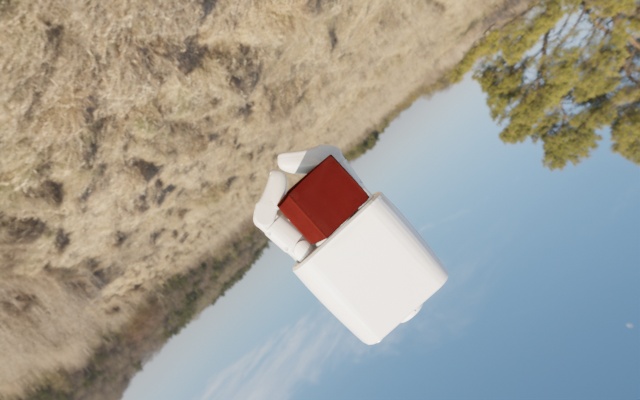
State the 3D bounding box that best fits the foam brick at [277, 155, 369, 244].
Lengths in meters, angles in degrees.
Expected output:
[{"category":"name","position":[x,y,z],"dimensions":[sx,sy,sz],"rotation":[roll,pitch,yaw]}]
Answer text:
[{"category":"foam brick","position":[0.000,0.001,0.430],"dimensions":[0.053,0.051,0.078],"rotation":[-42,1,-14]}]
